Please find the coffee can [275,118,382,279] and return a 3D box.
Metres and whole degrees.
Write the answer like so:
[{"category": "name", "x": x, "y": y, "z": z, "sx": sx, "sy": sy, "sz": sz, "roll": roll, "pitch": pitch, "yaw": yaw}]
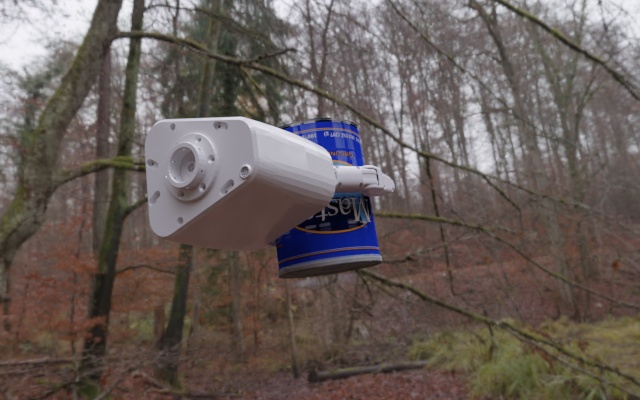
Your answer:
[{"category": "coffee can", "x": 0.000, "y": 0.002, "z": 0.484, "sx": 0.103, "sy": 0.140, "sz": 0.103, "roll": -8, "pitch": -13, "yaw": -2}]
